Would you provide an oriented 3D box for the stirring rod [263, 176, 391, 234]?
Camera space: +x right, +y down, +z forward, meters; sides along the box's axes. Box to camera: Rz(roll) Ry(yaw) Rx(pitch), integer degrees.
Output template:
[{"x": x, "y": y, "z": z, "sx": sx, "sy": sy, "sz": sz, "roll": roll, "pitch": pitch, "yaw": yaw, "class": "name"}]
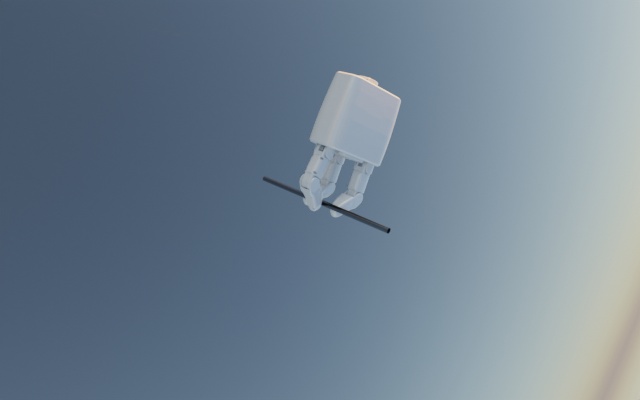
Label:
[{"x": 0.000, "y": 0.002, "z": 0.703, "sx": 0.239, "sy": 0.011, "sz": 0.011, "roll": 23, "pitch": 14, "yaw": 35, "class": "stirring rod"}]
